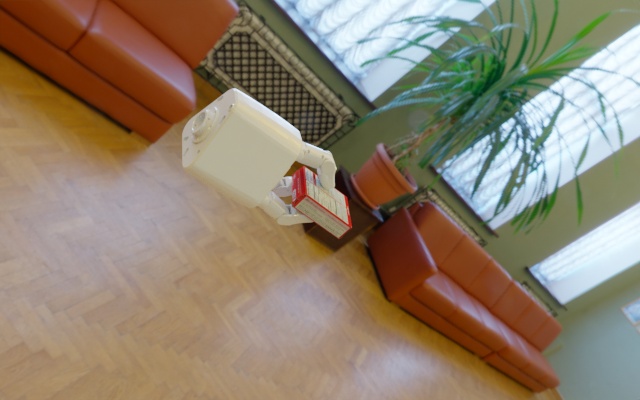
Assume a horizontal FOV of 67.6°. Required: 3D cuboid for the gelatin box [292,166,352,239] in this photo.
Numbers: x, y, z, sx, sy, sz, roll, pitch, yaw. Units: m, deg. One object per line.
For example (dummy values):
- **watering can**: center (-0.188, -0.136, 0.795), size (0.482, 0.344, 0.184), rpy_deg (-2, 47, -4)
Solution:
- **gelatin box**: center (0.001, 0.002, 0.663), size (0.089, 0.030, 0.073), rpy_deg (35, 26, -25)
